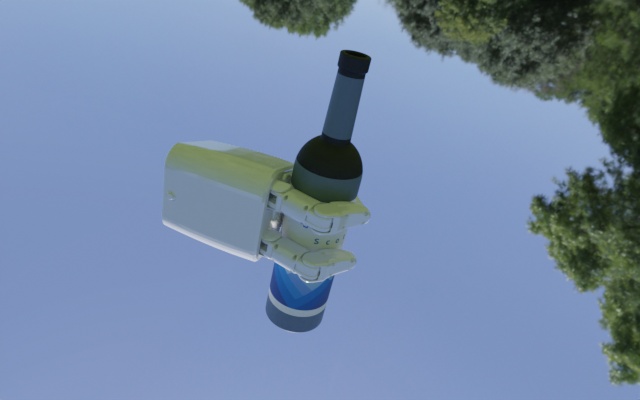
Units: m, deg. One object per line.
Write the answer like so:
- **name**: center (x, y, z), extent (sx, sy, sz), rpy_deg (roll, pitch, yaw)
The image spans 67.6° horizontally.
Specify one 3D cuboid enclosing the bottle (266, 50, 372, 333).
- **bottle**: center (0.000, 0.002, 0.475), extent (0.069, 0.296, 0.069), rpy_deg (10, 29, -6)
